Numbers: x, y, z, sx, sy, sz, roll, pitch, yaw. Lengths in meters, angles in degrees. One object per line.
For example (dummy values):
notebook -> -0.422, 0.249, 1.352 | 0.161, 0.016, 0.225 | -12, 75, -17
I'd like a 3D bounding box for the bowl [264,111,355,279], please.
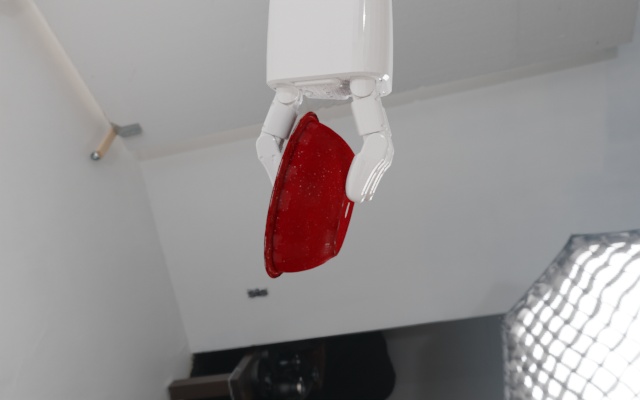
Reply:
bowl -> 0.000, 0.003, 0.451 | 0.055, 0.162, 0.162 | 14, 2, 10
